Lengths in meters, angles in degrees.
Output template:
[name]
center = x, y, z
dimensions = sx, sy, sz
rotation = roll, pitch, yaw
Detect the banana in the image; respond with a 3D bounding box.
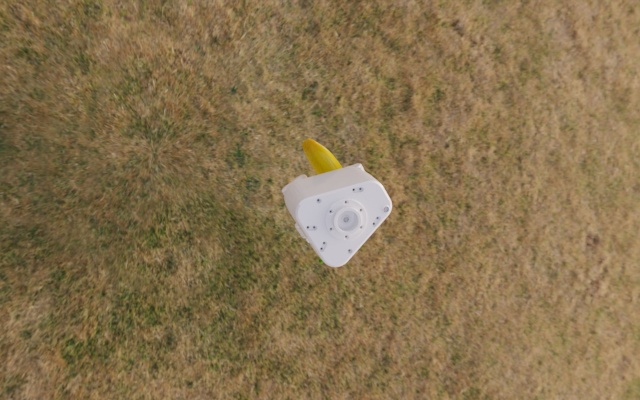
[banana]
center = 0.019, 0.003, 0.708
dimensions = 0.069, 0.198, 0.037
rotation = -7, 16, 3
